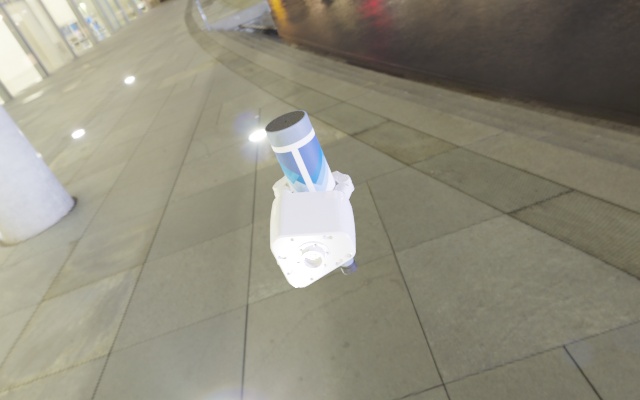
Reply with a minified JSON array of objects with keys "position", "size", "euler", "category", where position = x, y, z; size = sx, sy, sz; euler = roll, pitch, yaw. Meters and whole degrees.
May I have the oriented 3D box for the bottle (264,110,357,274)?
[{"position":[0.000,0.002,0.765],"size":[0.069,0.296,0.069],"euler":[-18,30,10],"category":"bottle"}]
